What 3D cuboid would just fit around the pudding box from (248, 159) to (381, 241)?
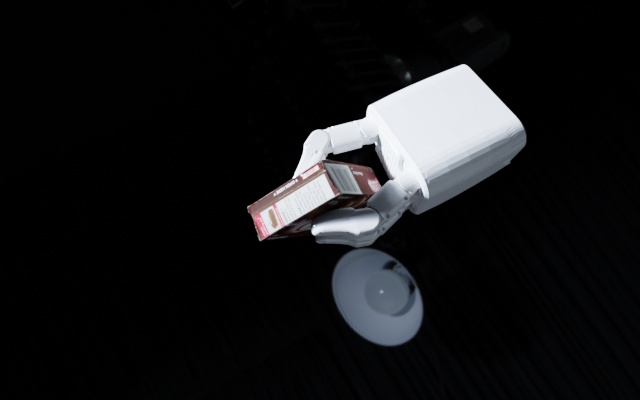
[{"bbox_3d":[0.000,0.001,0.454,0.090,0.039,0.113,-32,-16,24],"label":"pudding box"}]
